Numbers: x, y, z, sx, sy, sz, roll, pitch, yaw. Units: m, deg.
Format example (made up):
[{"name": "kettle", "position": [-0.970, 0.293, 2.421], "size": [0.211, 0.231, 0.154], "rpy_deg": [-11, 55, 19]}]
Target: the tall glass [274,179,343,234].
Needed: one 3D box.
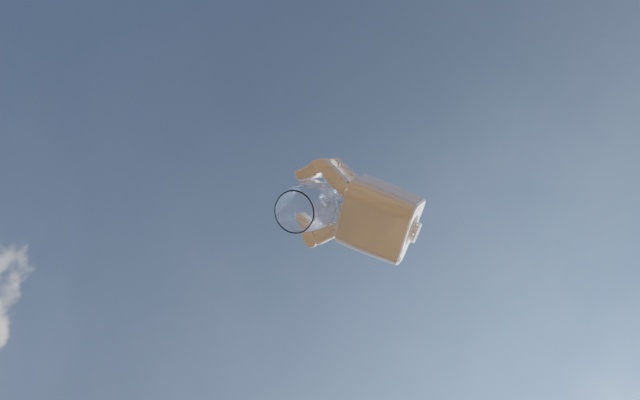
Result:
[{"name": "tall glass", "position": [0.000, 0.002, 0.752], "size": [0.079, 0.079, 0.201], "rpy_deg": [0, 8, 22]}]
